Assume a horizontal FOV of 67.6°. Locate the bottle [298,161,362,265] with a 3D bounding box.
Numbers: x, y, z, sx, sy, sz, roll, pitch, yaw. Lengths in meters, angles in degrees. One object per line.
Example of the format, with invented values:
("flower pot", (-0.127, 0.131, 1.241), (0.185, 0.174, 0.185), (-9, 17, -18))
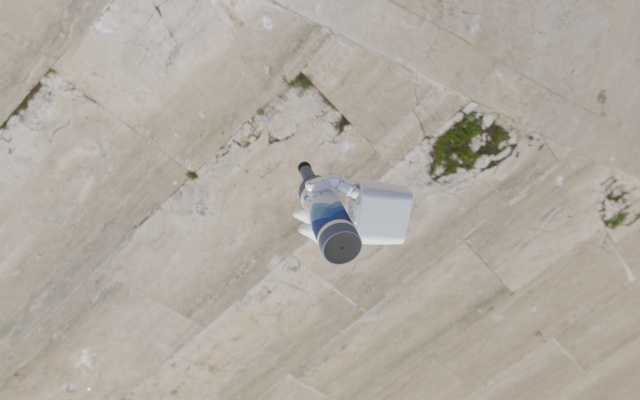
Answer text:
("bottle", (0.000, 0.003, 0.877), (0.069, 0.069, 0.295), (0, 30, -16))
